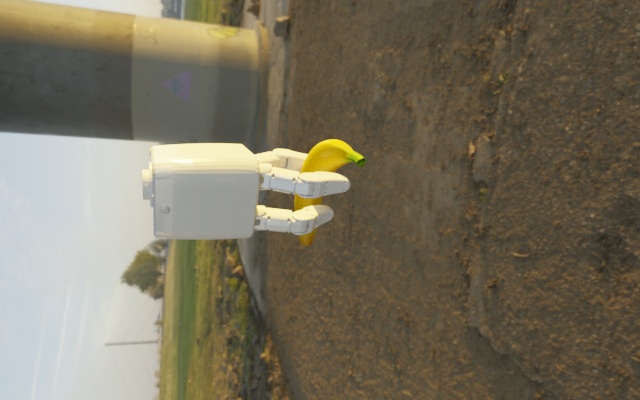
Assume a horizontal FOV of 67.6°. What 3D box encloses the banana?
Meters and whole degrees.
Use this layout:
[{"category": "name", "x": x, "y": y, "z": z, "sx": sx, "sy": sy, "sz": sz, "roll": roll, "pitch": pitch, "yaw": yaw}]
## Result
[{"category": "banana", "x": -0.004, "y": -0.016, "z": 0.595, "sx": 0.037, "sy": 0.069, "sz": 0.198, "roll": -5, "pitch": -30, "yaw": -23}]
